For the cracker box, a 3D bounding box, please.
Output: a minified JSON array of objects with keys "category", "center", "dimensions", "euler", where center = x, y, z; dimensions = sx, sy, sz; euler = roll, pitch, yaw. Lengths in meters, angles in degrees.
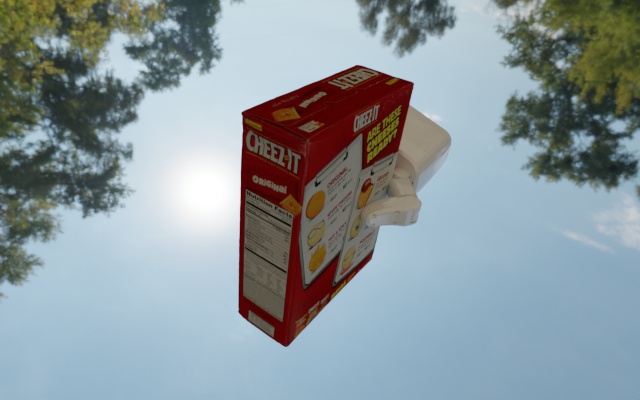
[{"category":"cracker box","center":[0.000,0.002,0.441],"dimensions":[0.072,0.214,0.164],"euler":[26,38,25]}]
